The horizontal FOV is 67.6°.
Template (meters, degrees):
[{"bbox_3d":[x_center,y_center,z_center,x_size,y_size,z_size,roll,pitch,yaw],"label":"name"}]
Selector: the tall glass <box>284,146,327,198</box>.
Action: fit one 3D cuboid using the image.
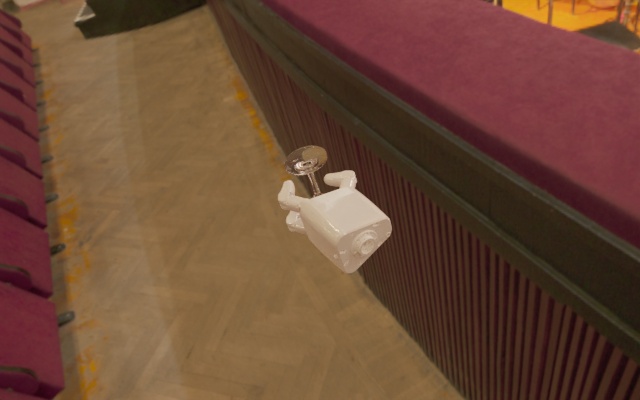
[{"bbox_3d":[0.000,0.002,0.860,0.079,0.201,0.079,-10,42,10],"label":"tall glass"}]
